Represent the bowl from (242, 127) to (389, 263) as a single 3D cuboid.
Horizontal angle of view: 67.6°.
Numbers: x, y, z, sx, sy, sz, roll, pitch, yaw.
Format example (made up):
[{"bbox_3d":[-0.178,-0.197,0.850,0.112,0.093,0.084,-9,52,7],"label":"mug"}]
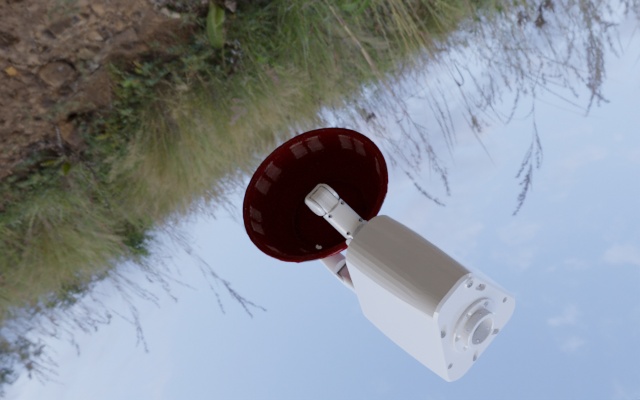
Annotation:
[{"bbox_3d":[0.000,0.001,0.510,0.162,0.162,0.055,0,-30,25],"label":"bowl"}]
